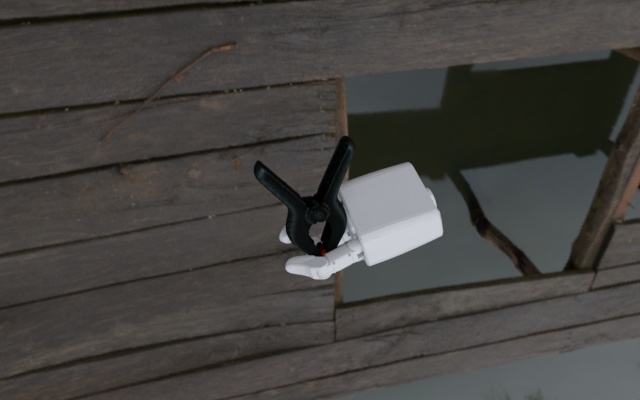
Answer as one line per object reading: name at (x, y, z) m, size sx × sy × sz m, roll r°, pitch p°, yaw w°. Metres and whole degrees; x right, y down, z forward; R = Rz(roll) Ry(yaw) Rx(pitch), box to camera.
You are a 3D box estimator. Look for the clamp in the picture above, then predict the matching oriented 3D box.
clamp at (0.000, 0.002, 0.584) m, size 0.120 × 0.172 × 0.039 m, roll -21°, pitch 38°, yaw -2°
